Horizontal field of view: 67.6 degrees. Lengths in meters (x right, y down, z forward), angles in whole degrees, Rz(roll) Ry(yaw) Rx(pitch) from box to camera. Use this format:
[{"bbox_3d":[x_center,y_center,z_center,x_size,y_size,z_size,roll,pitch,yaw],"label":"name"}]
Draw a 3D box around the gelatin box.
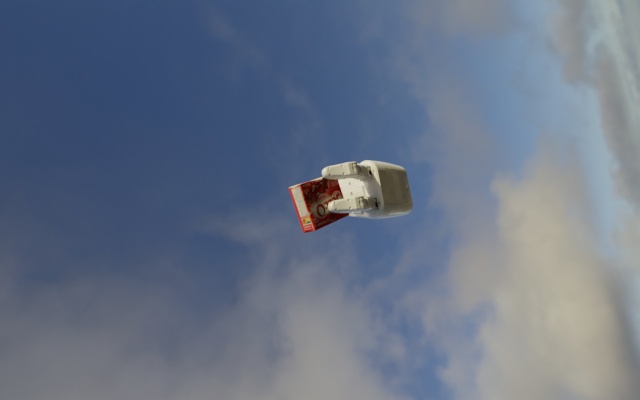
[{"bbox_3d":[0.000,0.003,0.741,0.030,0.073,0.089,-16,3,44],"label":"gelatin box"}]
